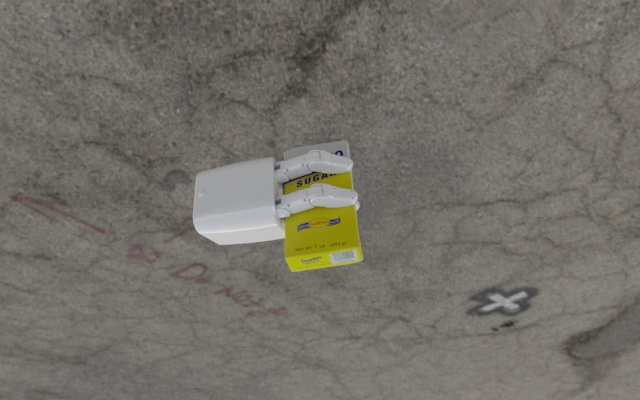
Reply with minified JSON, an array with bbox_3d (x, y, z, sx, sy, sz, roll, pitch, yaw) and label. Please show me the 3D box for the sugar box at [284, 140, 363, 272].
[{"bbox_3d":[0.000,0.002,0.630,0.093,0.176,0.048,-9,-34,5],"label":"sugar box"}]
